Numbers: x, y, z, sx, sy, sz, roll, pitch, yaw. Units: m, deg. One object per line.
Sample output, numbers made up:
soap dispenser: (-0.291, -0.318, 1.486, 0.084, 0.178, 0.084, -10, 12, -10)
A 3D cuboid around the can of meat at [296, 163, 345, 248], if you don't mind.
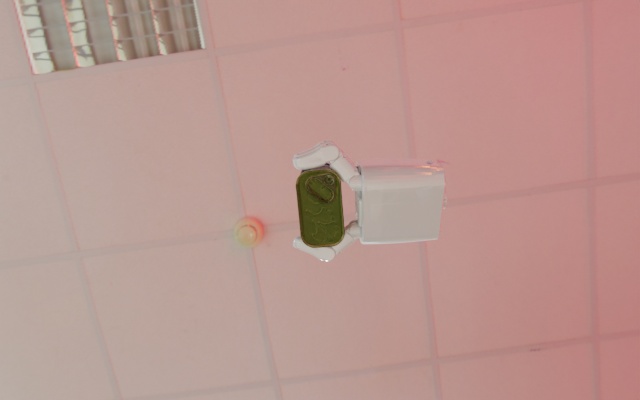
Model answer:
can of meat: (0.000, 0.002, 0.644, 0.057, 0.102, 0.084, -5, 13, 1)
